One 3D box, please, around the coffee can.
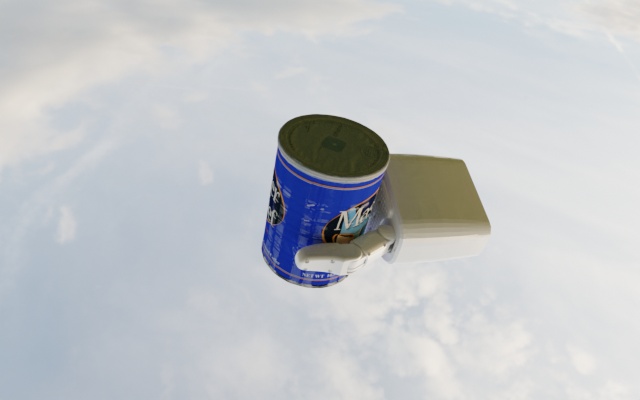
[{"bbox_3d":[0.000,0.001,0.470,0.103,0.140,0.102,8,38,-7],"label":"coffee can"}]
